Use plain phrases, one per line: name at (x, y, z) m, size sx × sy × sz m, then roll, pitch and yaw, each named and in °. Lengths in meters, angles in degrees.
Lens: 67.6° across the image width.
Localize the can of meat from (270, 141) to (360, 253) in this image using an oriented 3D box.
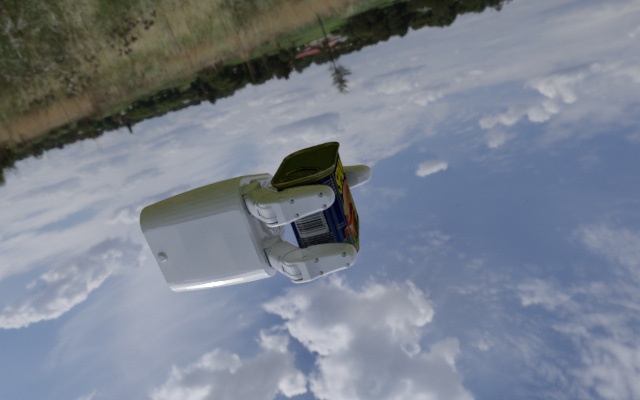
can of meat at (0.000, 0.002, 0.441) m, size 0.057 × 0.084 × 0.102 m, roll -15°, pitch 19°, yaw 11°
